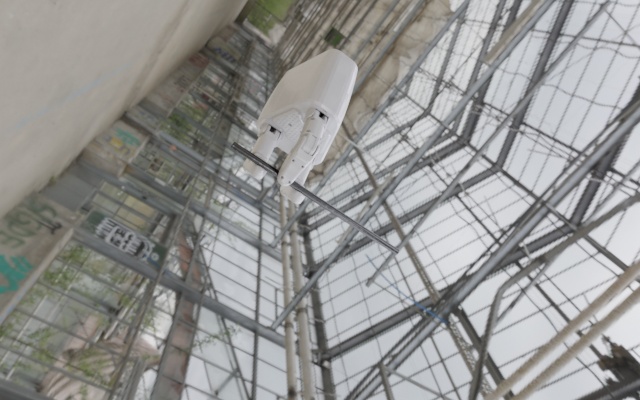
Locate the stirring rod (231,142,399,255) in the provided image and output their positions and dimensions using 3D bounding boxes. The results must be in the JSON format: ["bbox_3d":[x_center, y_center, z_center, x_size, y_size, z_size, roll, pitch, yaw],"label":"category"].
[{"bbox_3d":[0.000,0.002,0.557,0.239,0.011,0.011,33,-12,-18],"label":"stirring rod"}]
